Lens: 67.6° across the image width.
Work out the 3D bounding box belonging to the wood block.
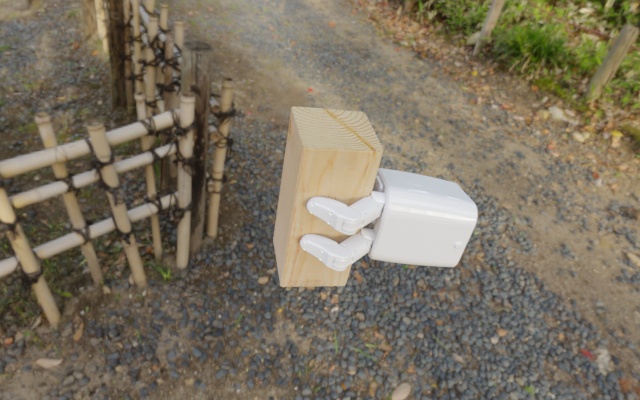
[{"bbox_3d":[0.000,0.002,0.581,0.090,0.206,0.090,2,37,-13],"label":"wood block"}]
